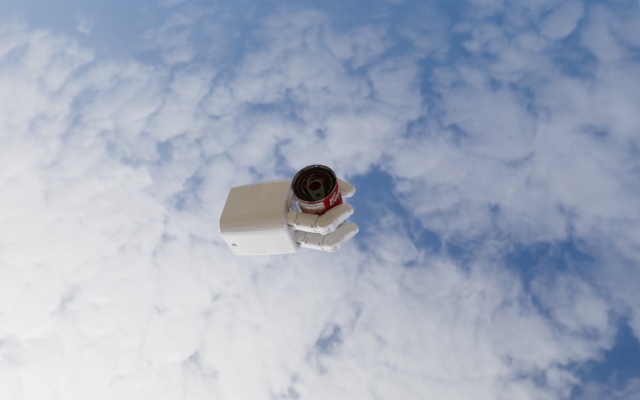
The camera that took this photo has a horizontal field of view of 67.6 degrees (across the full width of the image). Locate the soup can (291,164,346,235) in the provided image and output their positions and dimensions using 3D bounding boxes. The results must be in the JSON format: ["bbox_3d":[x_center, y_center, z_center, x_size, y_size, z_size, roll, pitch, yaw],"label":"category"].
[{"bbox_3d":[0.001,0.002,0.732,0.068,0.068,0.102,0,-34,14],"label":"soup can"}]
